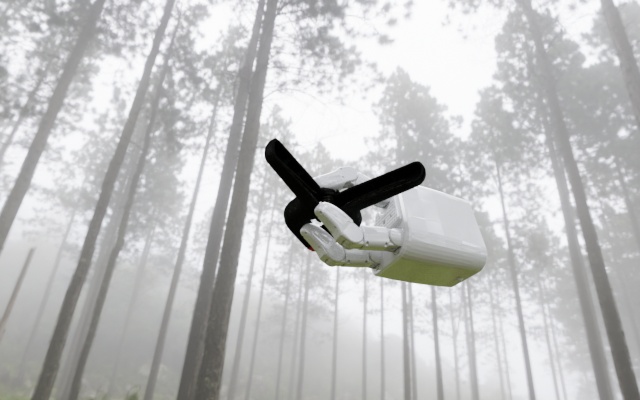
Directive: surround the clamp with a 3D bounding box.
[{"bbox_3d":[0.000,0.001,0.548,0.164,0.036,0.210,13,-32,-14],"label":"clamp"}]
